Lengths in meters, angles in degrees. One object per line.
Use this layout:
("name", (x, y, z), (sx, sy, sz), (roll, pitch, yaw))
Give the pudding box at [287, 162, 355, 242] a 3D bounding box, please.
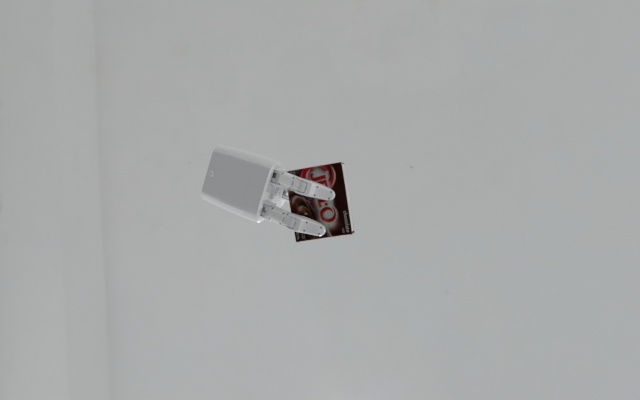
("pudding box", (0.000, 0.002, 0.736), (0.090, 0.113, 0.039), (-9, 1, 13))
